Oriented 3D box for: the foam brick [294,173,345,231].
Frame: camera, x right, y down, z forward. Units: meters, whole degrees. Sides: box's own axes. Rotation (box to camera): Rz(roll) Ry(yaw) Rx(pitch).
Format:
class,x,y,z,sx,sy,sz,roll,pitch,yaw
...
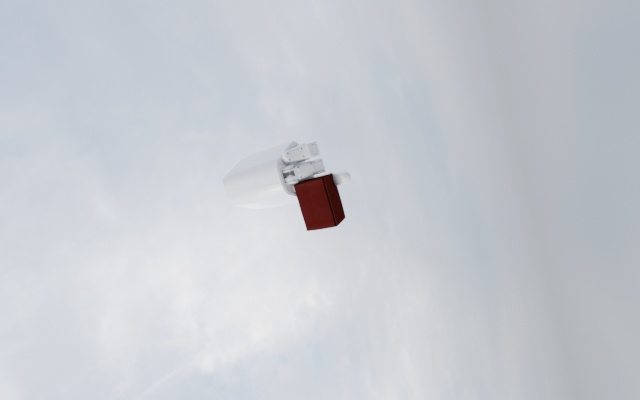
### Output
class,x,y,z,sx,sy,sz,roll,pitch,yaw
foam brick,0.000,0.003,0.748,0.051,0.078,0.053,-14,7,21
